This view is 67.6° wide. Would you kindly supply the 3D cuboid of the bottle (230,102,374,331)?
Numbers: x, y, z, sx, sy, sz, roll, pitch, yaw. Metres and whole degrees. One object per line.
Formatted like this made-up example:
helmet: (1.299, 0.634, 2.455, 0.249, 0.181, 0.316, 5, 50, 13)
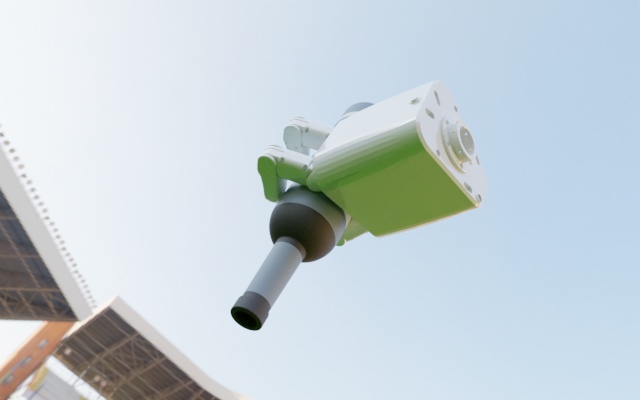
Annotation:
bottle: (0.000, 0.001, 0.463, 0.069, 0.069, 0.295, 0, 37, 29)
